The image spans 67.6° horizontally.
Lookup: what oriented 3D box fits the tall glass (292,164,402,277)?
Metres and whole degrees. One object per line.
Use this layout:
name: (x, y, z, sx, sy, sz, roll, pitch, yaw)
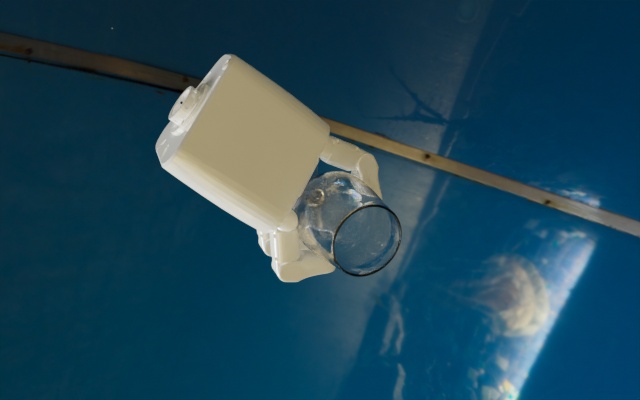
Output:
tall glass: (0.000, 0.001, 0.462, 0.079, 0.079, 0.201, 0, 18, -24)
